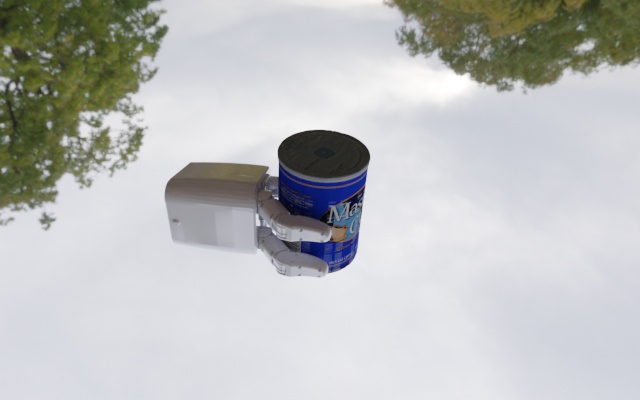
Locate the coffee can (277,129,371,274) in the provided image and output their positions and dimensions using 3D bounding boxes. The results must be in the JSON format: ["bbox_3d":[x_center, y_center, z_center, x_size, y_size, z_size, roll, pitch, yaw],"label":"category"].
[{"bbox_3d":[0.000,0.002,0.566,0.103,0.140,0.102,3,37,-2],"label":"coffee can"}]
